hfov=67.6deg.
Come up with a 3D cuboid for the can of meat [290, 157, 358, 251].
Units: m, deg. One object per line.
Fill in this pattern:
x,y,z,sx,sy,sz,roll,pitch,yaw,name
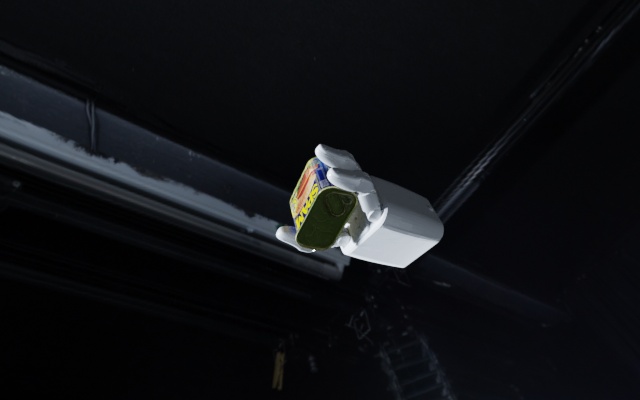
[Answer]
0.000,0.002,0.651,0.057,0.102,0.084,15,31,-23,can of meat
